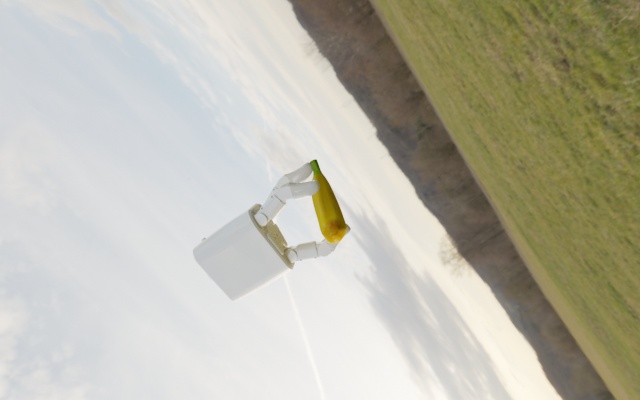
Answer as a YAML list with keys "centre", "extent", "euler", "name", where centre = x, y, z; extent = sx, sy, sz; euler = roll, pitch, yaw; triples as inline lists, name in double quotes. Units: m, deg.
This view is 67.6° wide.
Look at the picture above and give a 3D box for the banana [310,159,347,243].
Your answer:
- centre: [0.008, 0.014, 0.681]
  extent: [0.037, 0.070, 0.197]
  euler: [-28, 31, 6]
  name: "banana"
